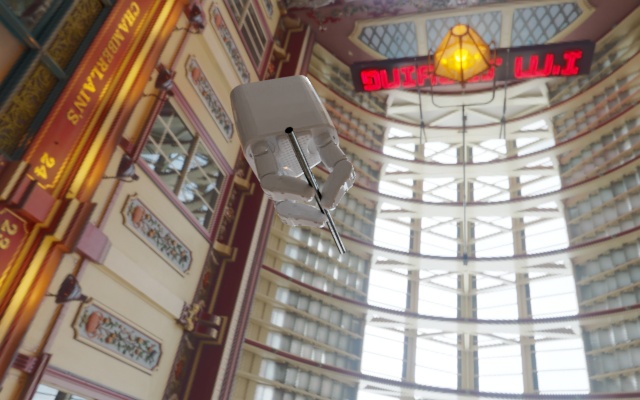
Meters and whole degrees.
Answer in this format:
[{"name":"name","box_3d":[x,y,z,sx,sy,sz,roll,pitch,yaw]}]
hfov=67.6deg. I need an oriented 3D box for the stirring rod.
[{"name":"stirring rod","box_3d":[0.000,0.002,0.527,0.011,0.011,0.240,0,-33,16]}]
